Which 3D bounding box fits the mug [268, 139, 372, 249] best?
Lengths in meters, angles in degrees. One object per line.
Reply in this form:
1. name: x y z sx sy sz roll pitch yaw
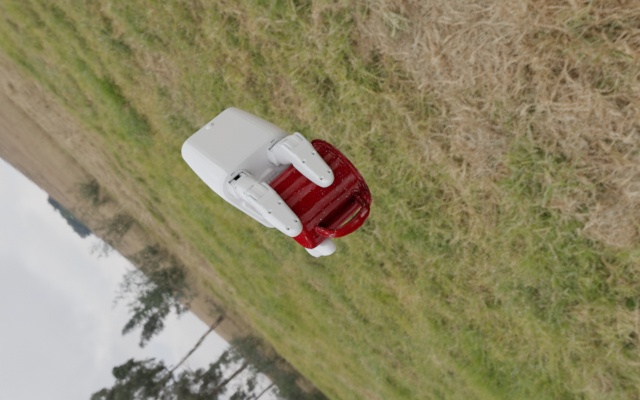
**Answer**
1. mug: 0.001 0.002 0.491 0.081 0.093 0.117 -42 46 -15
